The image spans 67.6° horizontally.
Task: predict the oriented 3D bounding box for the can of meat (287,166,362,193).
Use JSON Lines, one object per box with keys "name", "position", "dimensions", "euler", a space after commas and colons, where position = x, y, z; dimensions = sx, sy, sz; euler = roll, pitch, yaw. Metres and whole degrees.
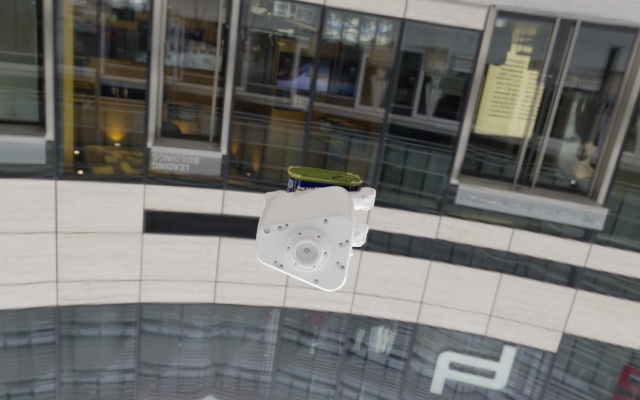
{"name": "can of meat", "position": [0.000, 0.002, 0.667], "dimensions": [0.102, 0.084, 0.057], "euler": [7, 15, -6]}
